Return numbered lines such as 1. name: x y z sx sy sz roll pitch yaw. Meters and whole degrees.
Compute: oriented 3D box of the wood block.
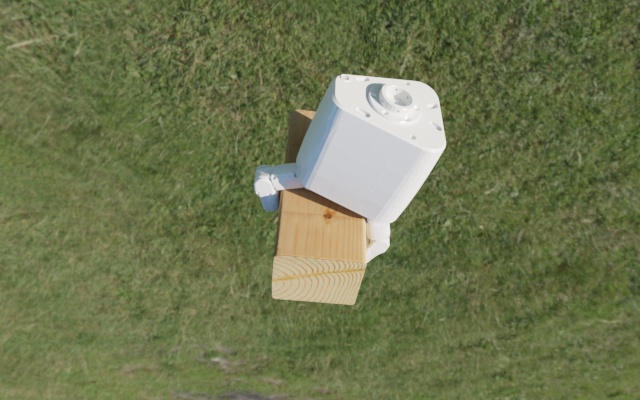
1. wood block: 0.000 0.002 0.542 0.091 0.206 0.090 5 -39 -3
